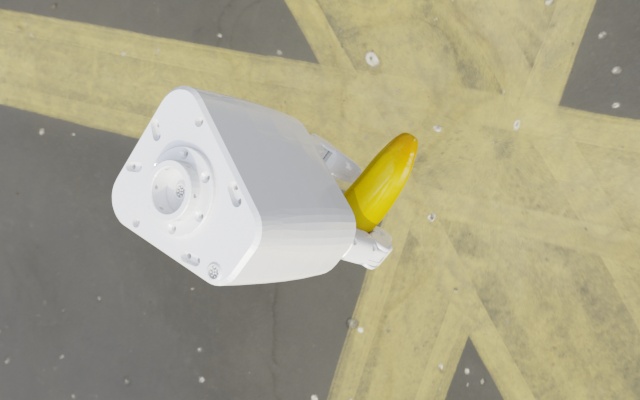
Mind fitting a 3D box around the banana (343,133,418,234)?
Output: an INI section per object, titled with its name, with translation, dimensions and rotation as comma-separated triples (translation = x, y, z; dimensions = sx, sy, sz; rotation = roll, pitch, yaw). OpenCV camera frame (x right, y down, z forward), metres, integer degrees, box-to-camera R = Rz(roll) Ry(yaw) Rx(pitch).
[banana]
translation = 0.002, 0.019, 0.395
dimensions = 0.198, 0.069, 0.037
rotation = -31, -29, 28
